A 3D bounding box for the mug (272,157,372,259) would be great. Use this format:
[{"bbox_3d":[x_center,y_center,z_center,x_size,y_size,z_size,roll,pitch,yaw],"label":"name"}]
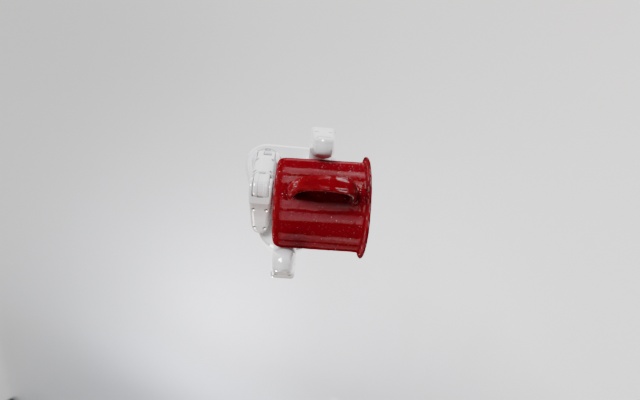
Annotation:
[{"bbox_3d":[0.000,0.001,0.421,0.081,0.093,0.117,4,-12,-3],"label":"mug"}]
